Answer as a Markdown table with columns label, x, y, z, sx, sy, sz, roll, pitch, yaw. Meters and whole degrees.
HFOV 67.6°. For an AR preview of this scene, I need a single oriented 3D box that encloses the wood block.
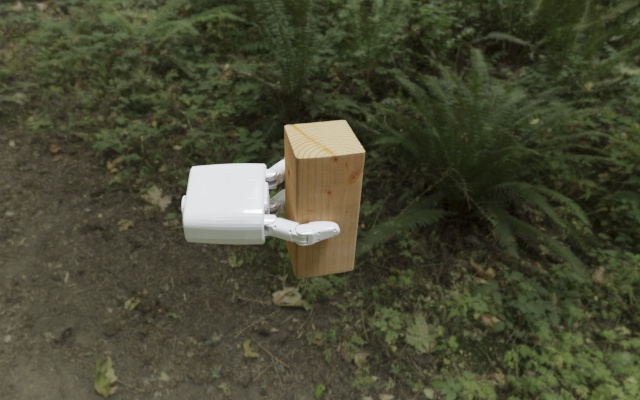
| label | x | y | z | sx | sy | sz | roll | pitch | yaw |
| --- | --- | --- | --- | --- | --- | --- | --- | --- | --- |
| wood block | 0.000 | 0.002 | 0.678 | 0.090 | 0.206 | 0.090 | -7 | 38 | -12 |
